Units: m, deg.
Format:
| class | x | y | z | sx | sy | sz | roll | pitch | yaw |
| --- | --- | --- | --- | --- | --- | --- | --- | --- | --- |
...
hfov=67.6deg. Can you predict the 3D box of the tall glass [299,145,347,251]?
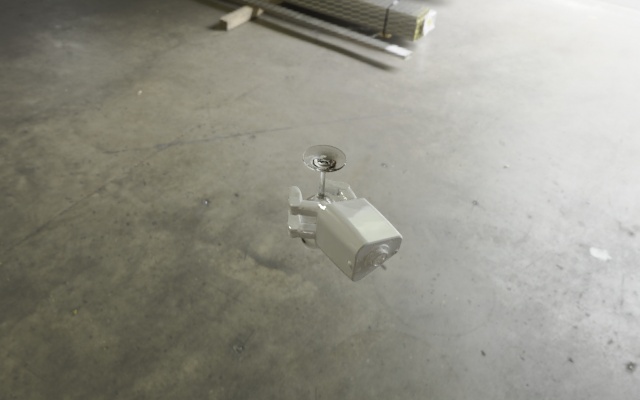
| class | x | y | z | sx | sy | sz | roll | pitch | yaw |
| --- | --- | --- | --- | --- | --- | --- | --- | --- | --- |
| tall glass | 0.000 | 0.002 | 0.863 | 0.079 | 0.201 | 0.079 | 3 | 42 | -3 |
